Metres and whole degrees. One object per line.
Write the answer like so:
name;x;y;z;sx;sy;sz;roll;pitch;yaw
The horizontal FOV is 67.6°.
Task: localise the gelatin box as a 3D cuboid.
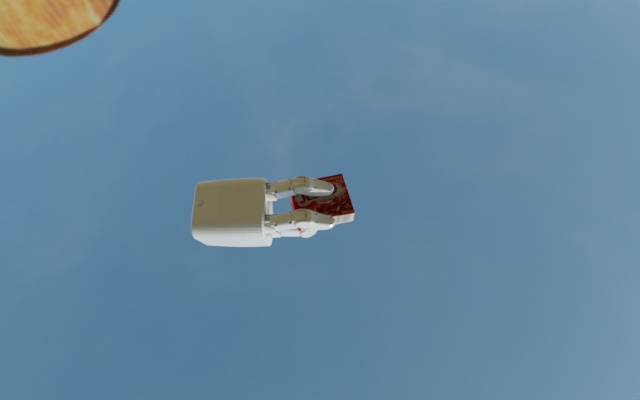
gelatin box;0.000;0.003;0.730;0.089;0.073;0.030;-11;-30;-10
